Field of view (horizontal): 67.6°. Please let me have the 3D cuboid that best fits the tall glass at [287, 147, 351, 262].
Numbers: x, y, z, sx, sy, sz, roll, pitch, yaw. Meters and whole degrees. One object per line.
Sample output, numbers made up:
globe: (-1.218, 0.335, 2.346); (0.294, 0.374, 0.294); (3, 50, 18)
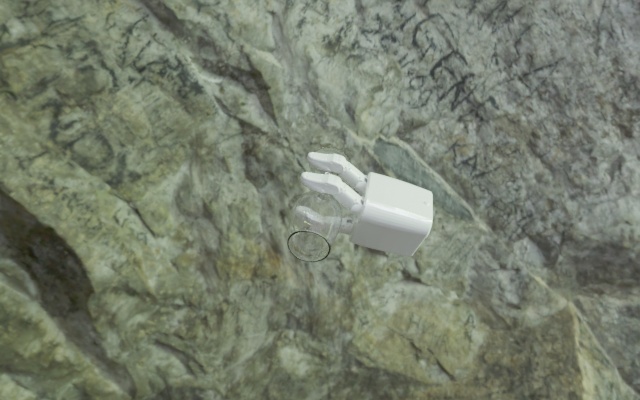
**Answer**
tall glass: (0.000, 0.002, 0.741); (0.079, 0.079, 0.201); (0, 39, 13)
